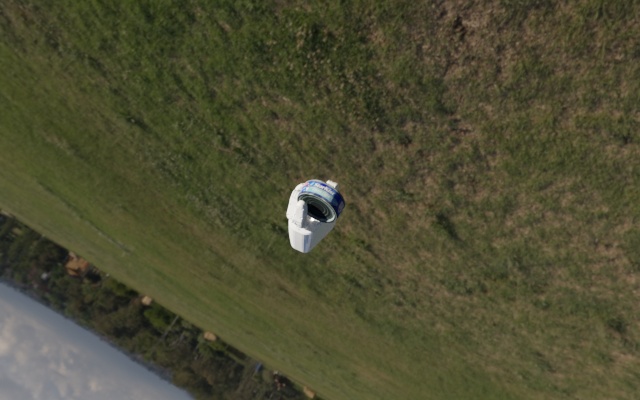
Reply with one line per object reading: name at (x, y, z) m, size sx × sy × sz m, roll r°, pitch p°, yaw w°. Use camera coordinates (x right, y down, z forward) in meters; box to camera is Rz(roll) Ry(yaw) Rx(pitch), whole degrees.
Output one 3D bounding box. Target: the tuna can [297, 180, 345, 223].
tuna can at (0.000, 0.003, 0.878) m, size 0.086 × 0.033 × 0.086 m, roll 23°, pitch -31°, yaw 15°
